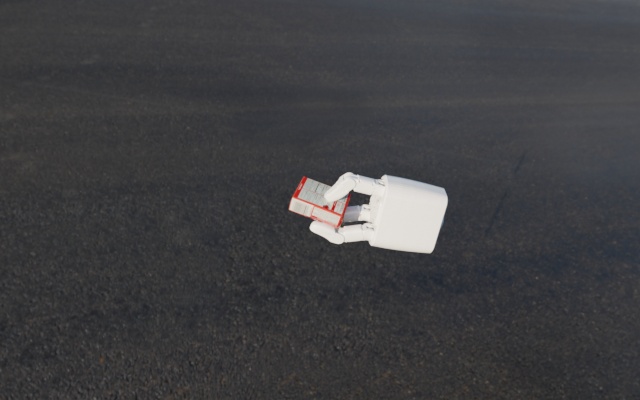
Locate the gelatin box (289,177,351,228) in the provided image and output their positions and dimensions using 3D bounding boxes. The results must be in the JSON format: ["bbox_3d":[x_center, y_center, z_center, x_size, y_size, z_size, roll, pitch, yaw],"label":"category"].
[{"bbox_3d":[0.000,0.002,0.794,0.089,0.030,0.073,21,34,2],"label":"gelatin box"}]
